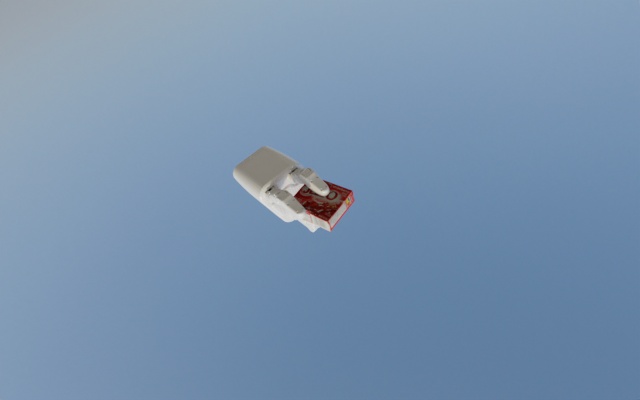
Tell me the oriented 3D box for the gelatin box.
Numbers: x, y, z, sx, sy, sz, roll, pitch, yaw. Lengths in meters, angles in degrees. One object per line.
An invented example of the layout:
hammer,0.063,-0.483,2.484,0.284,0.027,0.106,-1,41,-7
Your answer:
gelatin box,0.000,0.003,0.793,0.089,0.073,0.030,23,-31,32
